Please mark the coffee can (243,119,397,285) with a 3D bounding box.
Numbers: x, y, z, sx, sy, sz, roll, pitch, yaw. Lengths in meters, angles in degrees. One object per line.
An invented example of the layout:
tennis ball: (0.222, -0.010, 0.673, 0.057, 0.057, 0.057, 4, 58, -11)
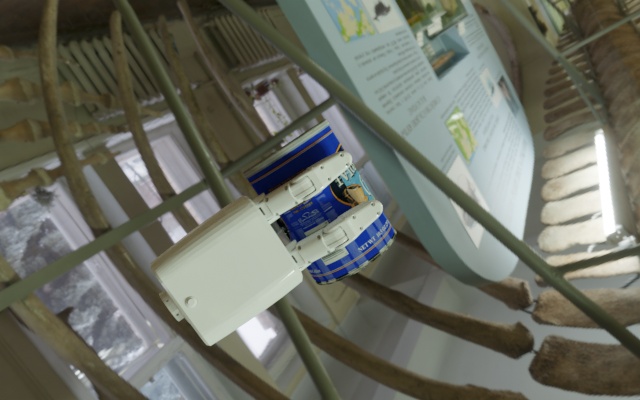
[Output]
coffee can: (0.000, 0.001, 0.502, 0.103, 0.140, 0.103, -32, 8, 5)
